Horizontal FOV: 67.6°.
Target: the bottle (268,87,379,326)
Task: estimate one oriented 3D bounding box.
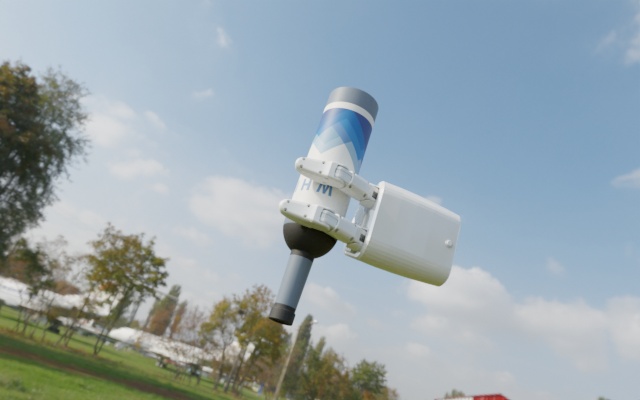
[{"bbox_3d":[0.000,0.002,0.570,0.069,0.295,0.069,16,-22,7],"label":"bottle"}]
